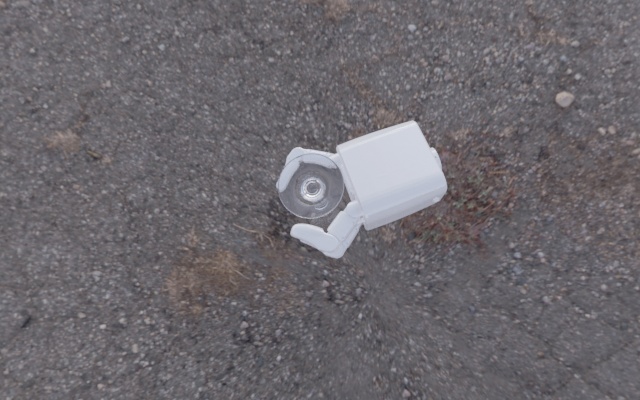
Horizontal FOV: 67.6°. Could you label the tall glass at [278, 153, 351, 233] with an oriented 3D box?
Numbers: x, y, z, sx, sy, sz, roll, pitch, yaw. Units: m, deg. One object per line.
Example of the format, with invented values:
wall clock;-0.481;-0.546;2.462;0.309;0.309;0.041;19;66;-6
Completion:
tall glass;0.000;0.002;0.624;0.079;0.079;0.201;0;-11;6
